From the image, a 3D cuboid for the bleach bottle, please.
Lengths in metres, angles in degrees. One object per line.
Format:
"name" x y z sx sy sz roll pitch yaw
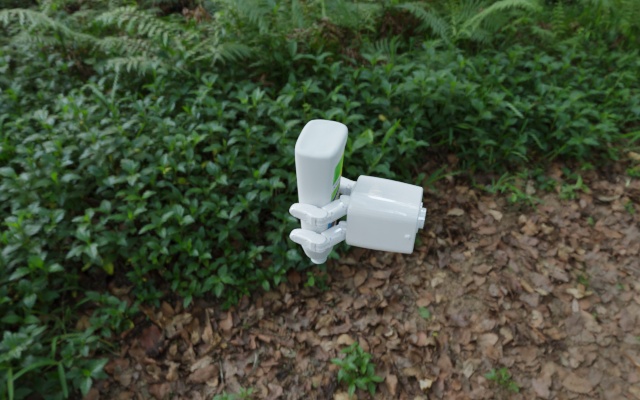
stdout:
"bleach bottle" 0.000 0.003 0.777 0.068 0.251 0.102 11 42 11
